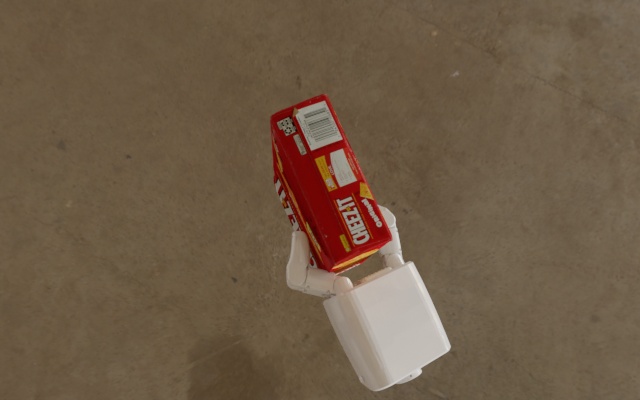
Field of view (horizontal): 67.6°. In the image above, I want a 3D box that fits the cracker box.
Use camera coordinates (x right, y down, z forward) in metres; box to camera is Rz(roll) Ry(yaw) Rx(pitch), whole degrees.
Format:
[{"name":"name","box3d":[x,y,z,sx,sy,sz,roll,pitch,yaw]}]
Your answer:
[{"name":"cracker box","box3d":[0.000,0.002,0.557,0.072,0.164,0.214,-22,-11,-10]}]
